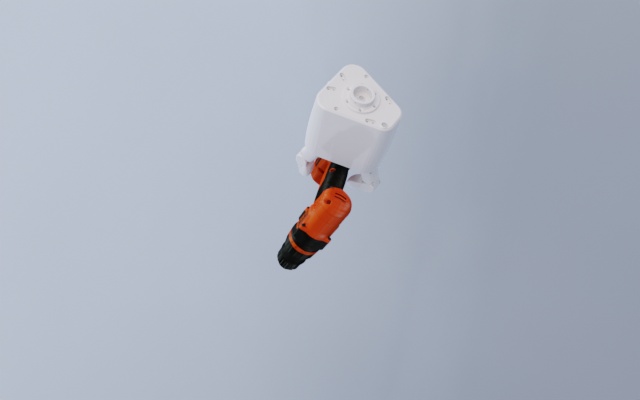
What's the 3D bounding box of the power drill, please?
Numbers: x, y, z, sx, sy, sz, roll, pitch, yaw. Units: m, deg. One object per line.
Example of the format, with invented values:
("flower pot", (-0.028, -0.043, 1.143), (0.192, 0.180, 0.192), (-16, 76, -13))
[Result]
("power drill", (0.000, 0.002, 0.740), (0.057, 0.187, 0.184), (28, -45, -13))
